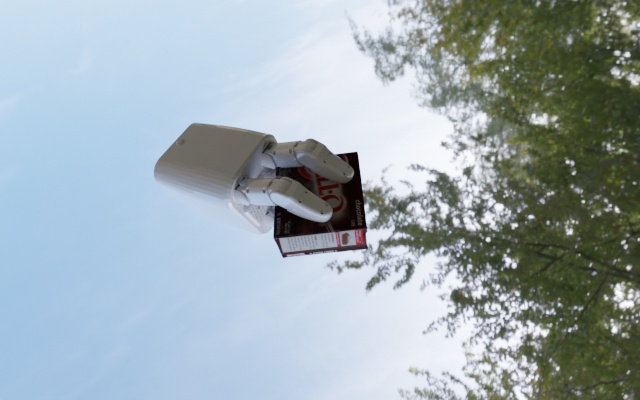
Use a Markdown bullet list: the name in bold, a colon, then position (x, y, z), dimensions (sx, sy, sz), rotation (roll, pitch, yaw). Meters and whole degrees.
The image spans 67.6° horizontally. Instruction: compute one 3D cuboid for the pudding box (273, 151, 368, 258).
- **pudding box**: position (0.000, 0.002, 0.493), dimensions (0.090, 0.113, 0.039), rotation (-7, -41, 5)
